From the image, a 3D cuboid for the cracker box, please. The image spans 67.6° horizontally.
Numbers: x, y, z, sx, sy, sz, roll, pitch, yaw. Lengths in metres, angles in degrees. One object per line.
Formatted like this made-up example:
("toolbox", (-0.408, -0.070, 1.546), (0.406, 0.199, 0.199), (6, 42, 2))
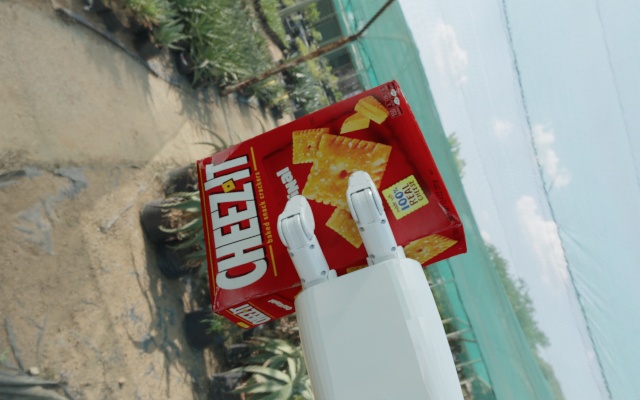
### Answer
("cracker box", (0.000, 0.001, 0.436), (0.214, 0.164, 0.072), (-21, -32, 9))
